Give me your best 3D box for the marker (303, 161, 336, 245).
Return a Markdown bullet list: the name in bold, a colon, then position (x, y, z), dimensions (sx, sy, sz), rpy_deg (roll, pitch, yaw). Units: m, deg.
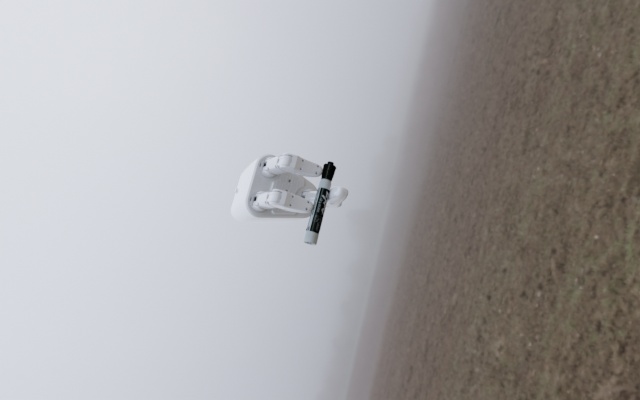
- **marker**: position (0.000, 0.002, 0.665), dimensions (0.020, 0.121, 0.020), rpy_deg (14, -15, 4)
